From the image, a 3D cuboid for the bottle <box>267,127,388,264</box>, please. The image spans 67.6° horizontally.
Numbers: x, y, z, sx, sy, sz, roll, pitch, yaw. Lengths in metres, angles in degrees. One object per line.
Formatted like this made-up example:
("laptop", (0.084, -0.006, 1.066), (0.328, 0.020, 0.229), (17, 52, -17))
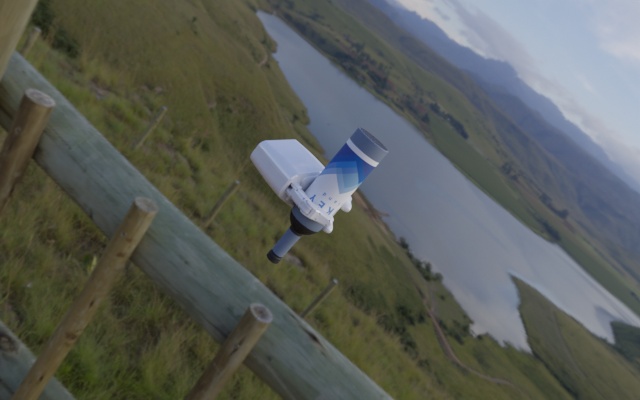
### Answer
("bottle", (0.000, 0.003, 0.858), (0.069, 0.296, 0.069), (36, 17, -13))
